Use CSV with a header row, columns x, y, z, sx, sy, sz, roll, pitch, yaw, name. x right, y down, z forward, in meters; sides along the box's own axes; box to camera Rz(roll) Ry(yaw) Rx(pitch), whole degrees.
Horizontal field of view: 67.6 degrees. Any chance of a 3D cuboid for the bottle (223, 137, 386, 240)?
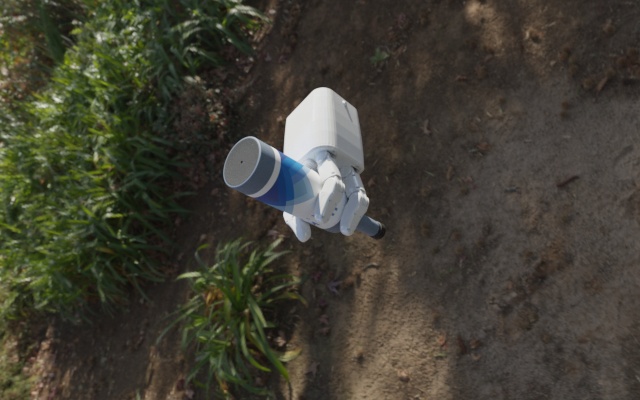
x,y,z,sx,sy,sz,roll,pitch,yaw,name
0.000,0.002,0.670,0.069,0.069,0.296,0,-19,43,bottle
